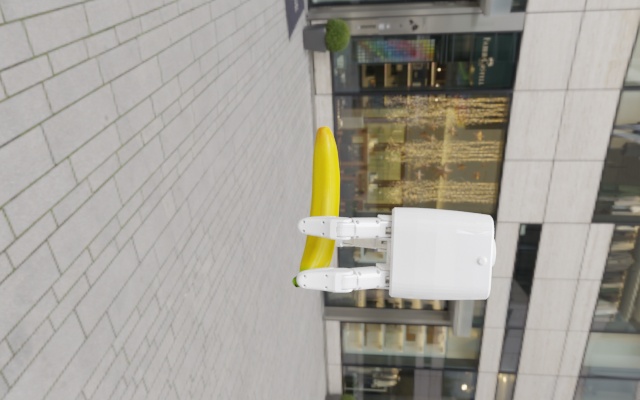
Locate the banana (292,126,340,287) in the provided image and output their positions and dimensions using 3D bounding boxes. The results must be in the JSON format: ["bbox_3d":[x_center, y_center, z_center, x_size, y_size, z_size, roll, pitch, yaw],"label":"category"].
[{"bbox_3d":[0.002,0.011,0.575,0.037,0.197,0.070,4,-19,9],"label":"banana"}]
